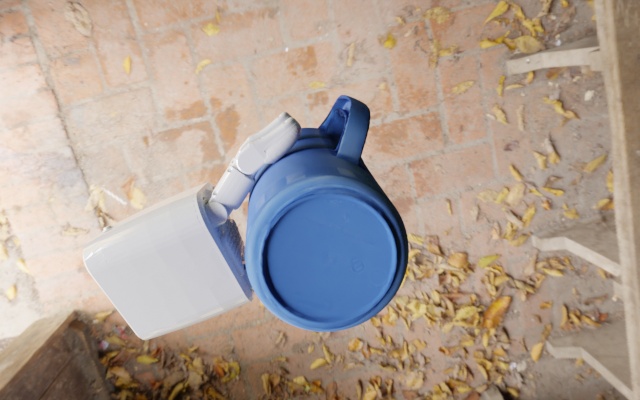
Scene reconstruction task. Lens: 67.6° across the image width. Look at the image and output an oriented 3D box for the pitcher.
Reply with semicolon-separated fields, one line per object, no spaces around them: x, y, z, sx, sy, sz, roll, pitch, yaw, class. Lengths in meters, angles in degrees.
0.000;0.001;0.416;0.145;0.149;0.242;-22;13;0;pitcher
